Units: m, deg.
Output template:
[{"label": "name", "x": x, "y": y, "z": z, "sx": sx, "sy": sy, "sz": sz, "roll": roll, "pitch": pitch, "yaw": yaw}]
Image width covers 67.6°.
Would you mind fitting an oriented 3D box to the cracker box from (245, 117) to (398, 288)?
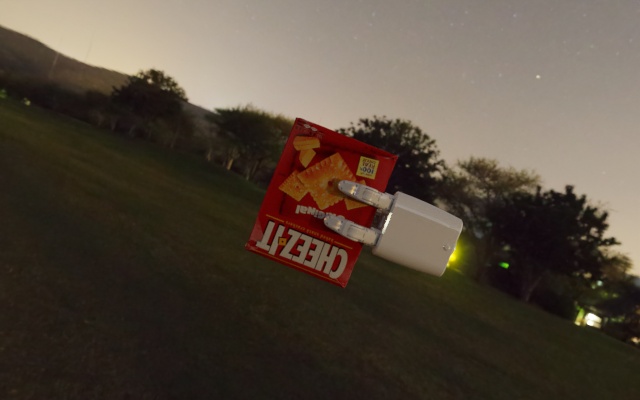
[{"label": "cracker box", "x": 0.000, "y": 0.002, "z": 0.726, "sx": 0.164, "sy": 0.213, "sz": 0.072, "roll": 22, "pitch": 2, "yaw": -1}]
